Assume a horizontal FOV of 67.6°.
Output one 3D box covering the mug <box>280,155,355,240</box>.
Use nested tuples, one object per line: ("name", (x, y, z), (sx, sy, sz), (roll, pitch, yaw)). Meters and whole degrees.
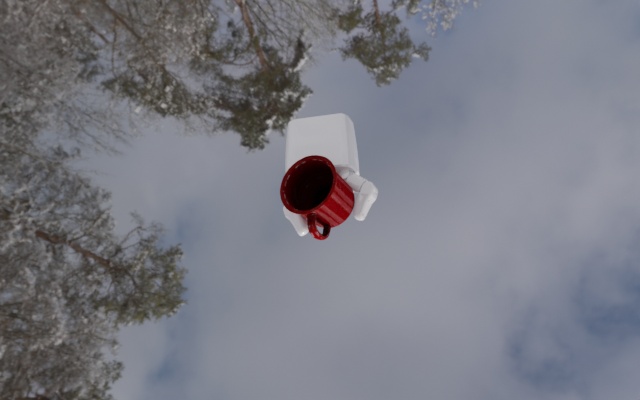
("mug", (0.000, 0.004, 0.708), (0.093, 0.117, 0.081), (-14, -29, 24))
